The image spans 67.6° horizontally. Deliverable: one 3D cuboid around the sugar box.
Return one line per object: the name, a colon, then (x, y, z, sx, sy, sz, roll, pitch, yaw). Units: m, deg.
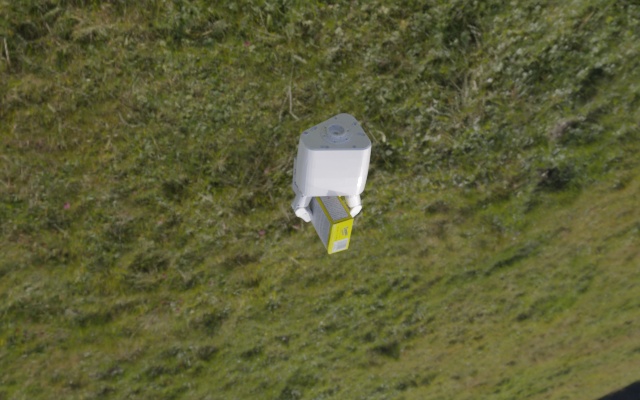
sugar box: (0.001, 0.003, 0.887, 0.048, 0.176, 0.093, -14, -37, -18)
